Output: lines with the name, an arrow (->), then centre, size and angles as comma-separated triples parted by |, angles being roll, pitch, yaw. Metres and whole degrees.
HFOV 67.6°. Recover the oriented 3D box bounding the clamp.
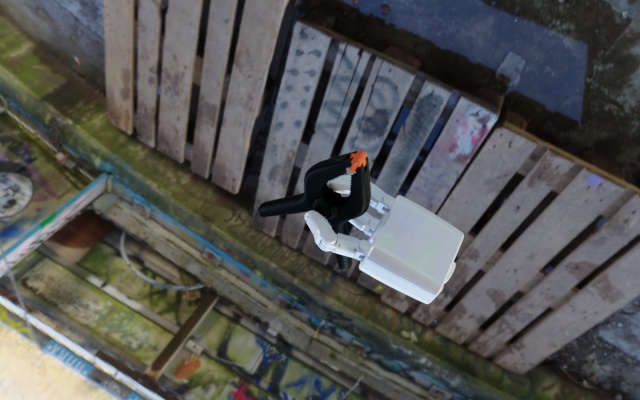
clamp -> 0.000, 0.002, 0.661 | 0.164, 0.210, 0.036 | 28, 47, 4
